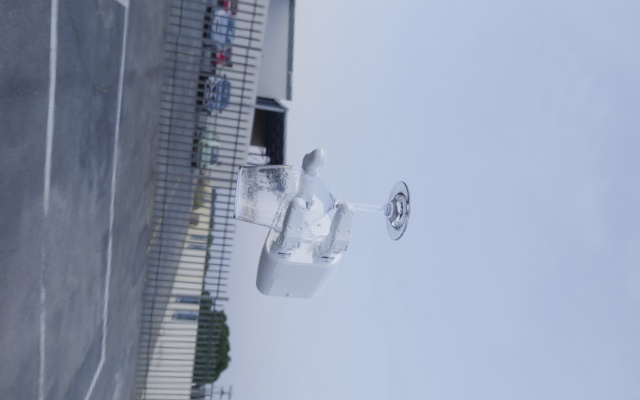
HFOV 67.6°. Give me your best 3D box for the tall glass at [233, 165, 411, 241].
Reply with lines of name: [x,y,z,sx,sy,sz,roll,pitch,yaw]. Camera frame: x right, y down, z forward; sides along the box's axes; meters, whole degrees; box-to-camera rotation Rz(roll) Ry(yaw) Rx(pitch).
tall glass: [0.001,0.002,0.571,0.201,0.079,0.079,7,-2,-13]
